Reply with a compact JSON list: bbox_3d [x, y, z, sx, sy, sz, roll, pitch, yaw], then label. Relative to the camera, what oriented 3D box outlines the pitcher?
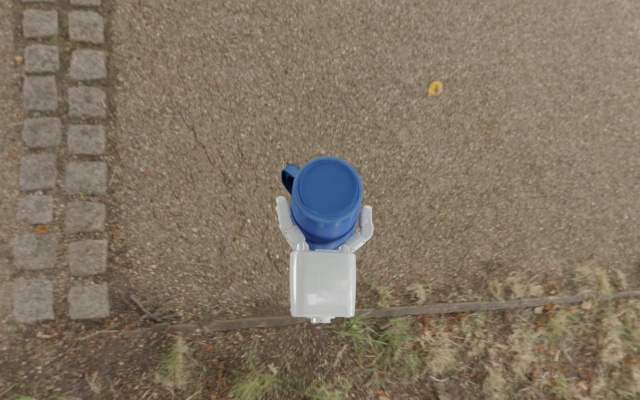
[{"bbox_3d":[0.000,0.003,0.837,0.149,0.145,0.243,2,-14,-1],"label":"pitcher"}]
